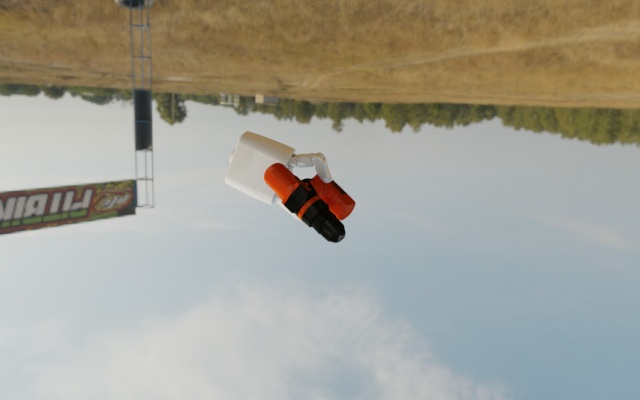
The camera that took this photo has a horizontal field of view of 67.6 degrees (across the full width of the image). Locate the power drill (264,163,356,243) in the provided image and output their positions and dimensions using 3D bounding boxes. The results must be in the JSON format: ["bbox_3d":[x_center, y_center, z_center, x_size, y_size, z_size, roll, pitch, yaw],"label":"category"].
[{"bbox_3d":[0.000,0.003,0.888,0.184,0.057,0.187,45,15,16],"label":"power drill"}]
